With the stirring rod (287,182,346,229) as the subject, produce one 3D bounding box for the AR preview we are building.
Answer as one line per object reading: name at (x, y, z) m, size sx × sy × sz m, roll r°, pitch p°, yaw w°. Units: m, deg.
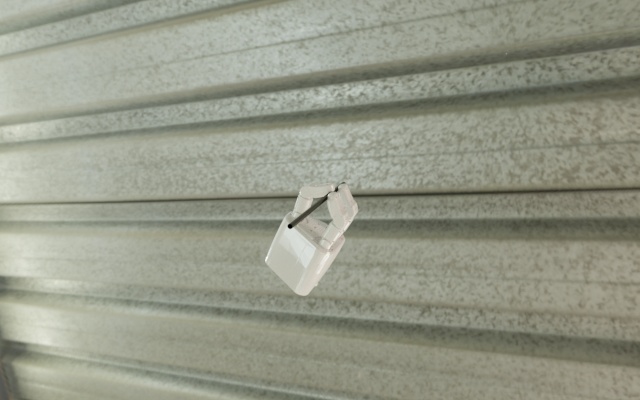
stirring rod at (0.000, 0.003, 0.760) m, size 0.011 × 0.011 × 0.239 m, roll 0°, pitch 16°, yaw 21°
